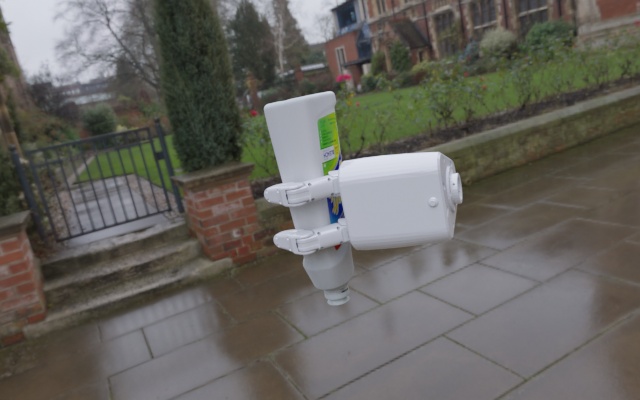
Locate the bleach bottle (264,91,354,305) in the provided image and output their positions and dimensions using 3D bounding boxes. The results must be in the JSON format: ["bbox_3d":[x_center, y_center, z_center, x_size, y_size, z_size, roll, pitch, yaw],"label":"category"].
[{"bbox_3d":[0.000,0.002,0.574,0.068,0.251,0.102,-7,13,22],"label":"bleach bottle"}]
